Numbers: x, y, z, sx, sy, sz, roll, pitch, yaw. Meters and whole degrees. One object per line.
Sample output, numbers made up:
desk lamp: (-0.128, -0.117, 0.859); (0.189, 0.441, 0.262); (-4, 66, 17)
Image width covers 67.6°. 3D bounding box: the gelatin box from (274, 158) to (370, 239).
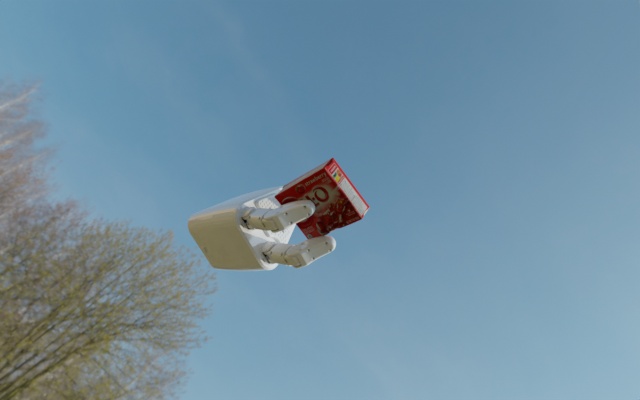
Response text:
gelatin box: (0.001, 0.001, 0.557); (0.089, 0.073, 0.030); (-27, 16, 39)
